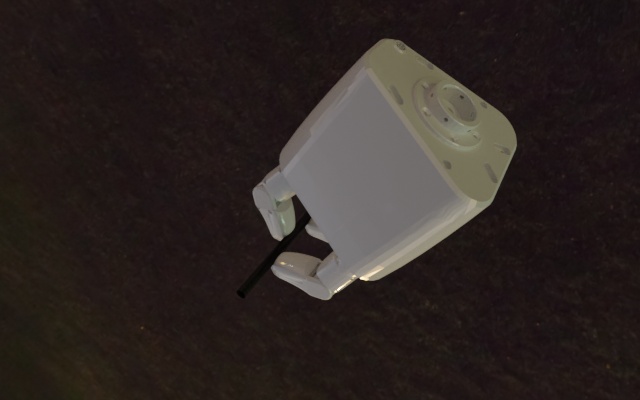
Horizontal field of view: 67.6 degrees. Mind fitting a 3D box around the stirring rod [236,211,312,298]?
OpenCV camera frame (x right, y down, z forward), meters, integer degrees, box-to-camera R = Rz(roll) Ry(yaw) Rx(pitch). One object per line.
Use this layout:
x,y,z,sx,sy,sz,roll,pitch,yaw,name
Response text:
0.000,0.001,0.433,0.011,0.011,0.239,0,35,37,stirring rod
